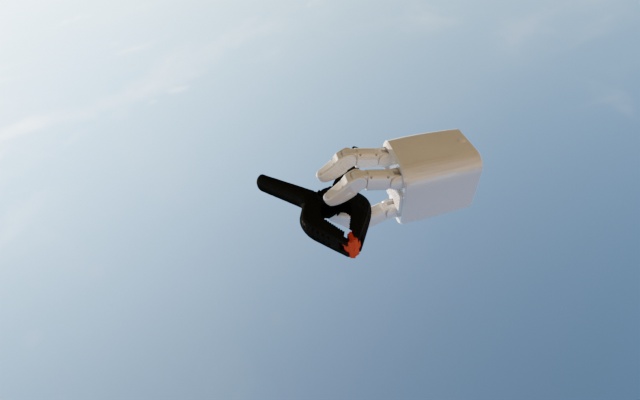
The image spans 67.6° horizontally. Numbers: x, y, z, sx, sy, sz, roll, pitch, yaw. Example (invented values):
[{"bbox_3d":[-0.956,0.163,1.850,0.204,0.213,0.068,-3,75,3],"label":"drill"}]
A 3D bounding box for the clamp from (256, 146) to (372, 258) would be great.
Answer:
[{"bbox_3d":[0.001,0.003,0.646,0.164,0.036,0.209,-14,38,-2],"label":"clamp"}]
